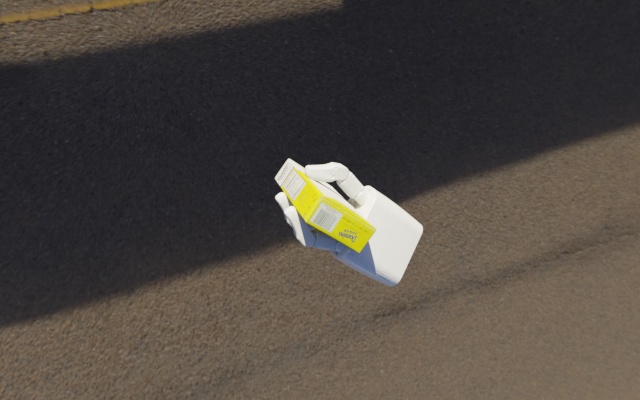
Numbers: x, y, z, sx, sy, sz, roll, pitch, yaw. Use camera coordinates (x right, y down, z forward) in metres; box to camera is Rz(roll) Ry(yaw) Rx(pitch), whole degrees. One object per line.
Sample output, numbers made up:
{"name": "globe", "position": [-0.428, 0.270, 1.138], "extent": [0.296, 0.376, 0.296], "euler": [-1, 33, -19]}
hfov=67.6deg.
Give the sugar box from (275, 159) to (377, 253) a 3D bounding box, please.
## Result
{"name": "sugar box", "position": [0.000, 0.003, 0.667], "extent": [0.093, 0.048, 0.176], "euler": [32, 5, -25]}
